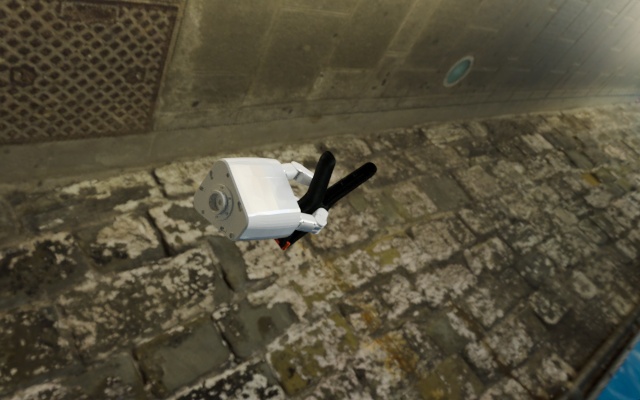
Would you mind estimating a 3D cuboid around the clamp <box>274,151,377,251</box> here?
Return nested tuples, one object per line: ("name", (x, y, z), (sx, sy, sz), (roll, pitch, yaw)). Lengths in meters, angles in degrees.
("clamp", (0.000, 0.004, 0.795), (0.164, 0.036, 0.210), (-3, -42, -54))
